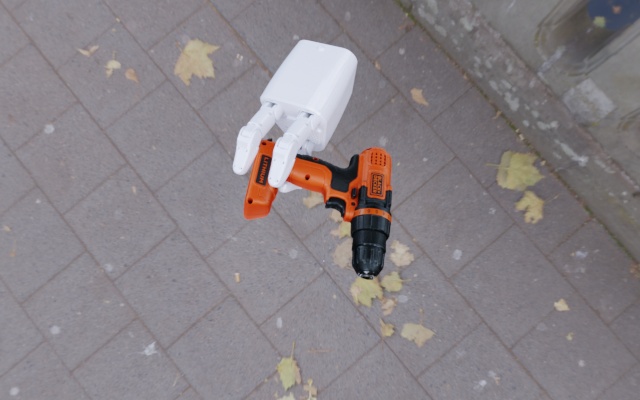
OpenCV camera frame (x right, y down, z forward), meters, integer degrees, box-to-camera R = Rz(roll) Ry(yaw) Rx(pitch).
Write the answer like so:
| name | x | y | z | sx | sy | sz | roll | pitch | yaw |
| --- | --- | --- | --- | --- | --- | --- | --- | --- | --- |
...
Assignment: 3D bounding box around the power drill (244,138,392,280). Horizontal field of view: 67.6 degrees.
| name | x | y | z | sx | sy | sz | roll | pitch | yaw |
| --- | --- | --- | --- | --- | --- | --- | --- | --- | --- |
| power drill | 0.000 | 0.002 | 0.614 | 0.187 | 0.184 | 0.057 | 11 | -30 | -6 |
